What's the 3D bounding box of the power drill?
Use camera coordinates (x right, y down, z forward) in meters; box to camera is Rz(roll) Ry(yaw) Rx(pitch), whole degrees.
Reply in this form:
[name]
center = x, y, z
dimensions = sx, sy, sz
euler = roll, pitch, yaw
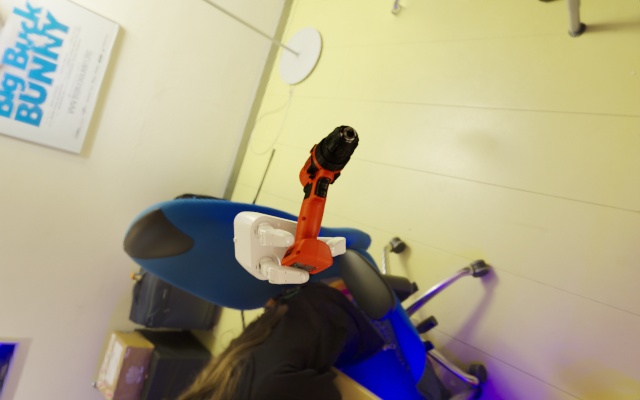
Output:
[power drill]
center = 0.000, 0.003, 0.677
dimensions = 0.057, 0.187, 0.184
euler = 16, -21, -11
